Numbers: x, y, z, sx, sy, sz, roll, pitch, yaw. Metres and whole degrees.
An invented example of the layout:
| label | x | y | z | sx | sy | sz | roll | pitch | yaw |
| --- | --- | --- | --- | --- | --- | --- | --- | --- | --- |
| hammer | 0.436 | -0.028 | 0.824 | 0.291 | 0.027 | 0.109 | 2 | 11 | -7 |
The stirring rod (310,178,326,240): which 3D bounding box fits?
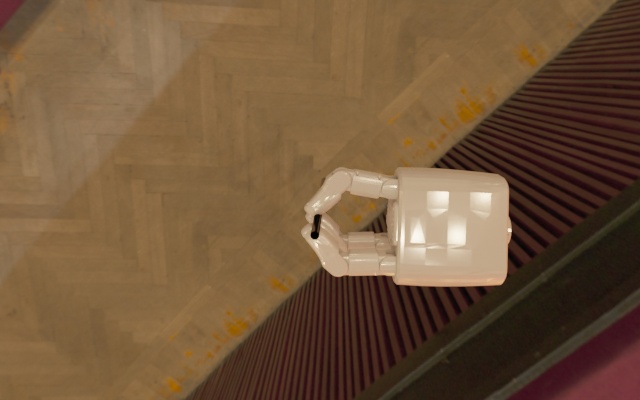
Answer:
| label | x | y | z | sx | sy | sz | roll | pitch | yaw |
| --- | --- | --- | --- | --- | --- | --- | --- | --- | --- |
| stirring rod | 0.000 | 0.002 | 0.544 | 0.011 | 0.011 | 0.239 | 0 | 14 | 3 |
